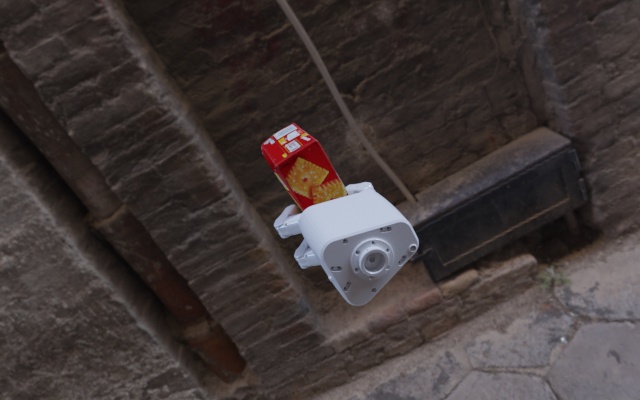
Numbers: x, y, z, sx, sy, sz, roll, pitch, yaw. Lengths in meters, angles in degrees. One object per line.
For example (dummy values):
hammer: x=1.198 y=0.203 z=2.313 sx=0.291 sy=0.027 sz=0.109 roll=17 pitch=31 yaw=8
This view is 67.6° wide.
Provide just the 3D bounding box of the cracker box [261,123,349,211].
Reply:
cracker box: x=0.000 y=0.002 z=0.704 sx=0.072 sy=0.214 sz=0.164 roll=-32 pitch=22 yaw=-3
